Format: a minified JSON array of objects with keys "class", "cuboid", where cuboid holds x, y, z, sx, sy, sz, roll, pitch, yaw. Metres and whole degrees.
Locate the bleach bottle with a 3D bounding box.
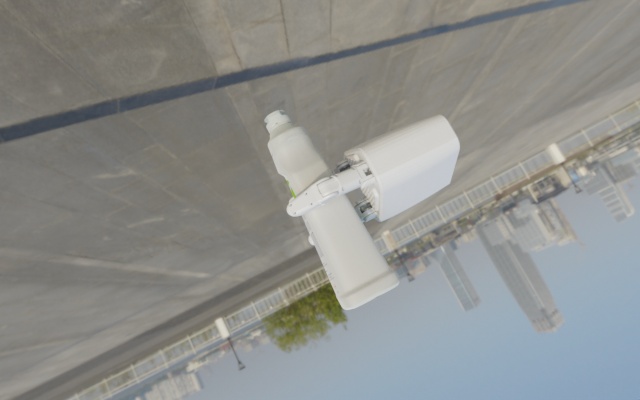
[{"class":"bleach bottle","cuboid":[0.000,0.002,0.566,0.068,0.250,0.102,-26,-10,-9]}]
